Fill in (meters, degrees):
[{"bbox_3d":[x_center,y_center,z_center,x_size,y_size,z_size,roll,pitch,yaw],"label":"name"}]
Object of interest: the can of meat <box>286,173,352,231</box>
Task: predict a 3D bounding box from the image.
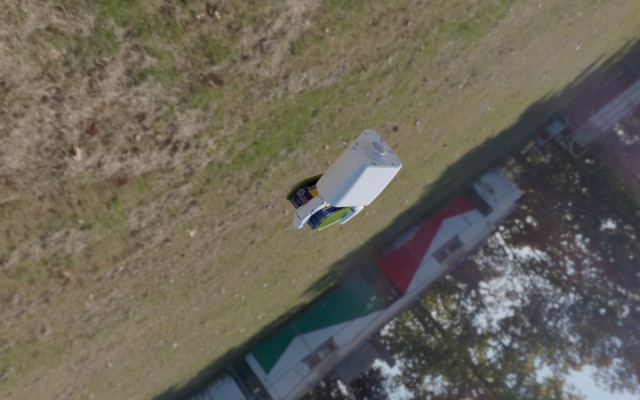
[{"bbox_3d":[0.000,0.003,0.888,0.102,0.084,0.057,-22,-22,-50],"label":"can of meat"}]
